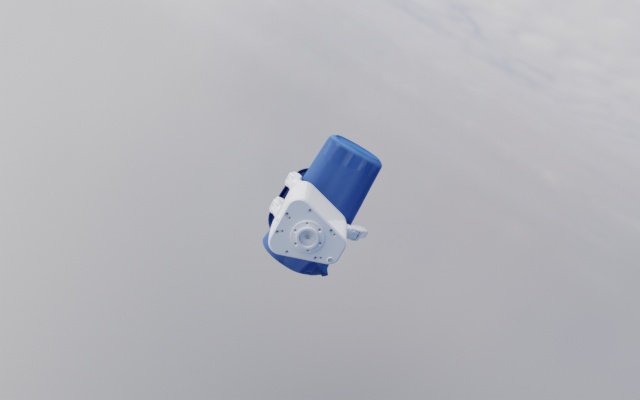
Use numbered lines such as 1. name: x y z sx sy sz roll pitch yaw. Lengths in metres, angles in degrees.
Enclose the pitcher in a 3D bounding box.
1. pitcher: 0.000 0.003 0.873 0.149 0.243 0.145 30 13 -3
